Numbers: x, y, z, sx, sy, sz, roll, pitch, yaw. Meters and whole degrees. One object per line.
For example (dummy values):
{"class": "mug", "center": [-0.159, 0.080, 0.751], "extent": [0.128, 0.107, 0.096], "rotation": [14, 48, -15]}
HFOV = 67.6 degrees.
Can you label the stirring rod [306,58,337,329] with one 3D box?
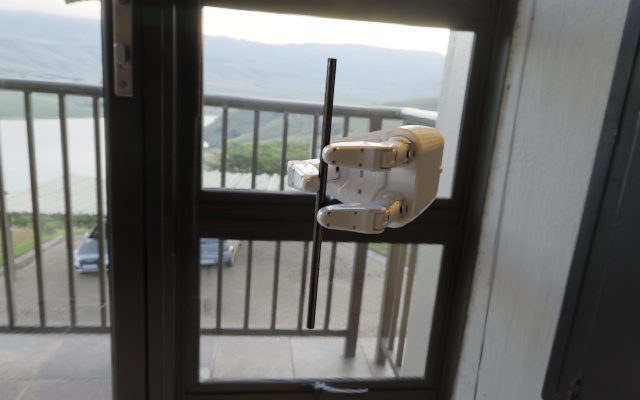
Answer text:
{"class": "stirring rod", "center": [0.000, 0.001, 0.415], "extent": [0.011, 0.239, 0.011], "rotation": [4, 14, -1]}
